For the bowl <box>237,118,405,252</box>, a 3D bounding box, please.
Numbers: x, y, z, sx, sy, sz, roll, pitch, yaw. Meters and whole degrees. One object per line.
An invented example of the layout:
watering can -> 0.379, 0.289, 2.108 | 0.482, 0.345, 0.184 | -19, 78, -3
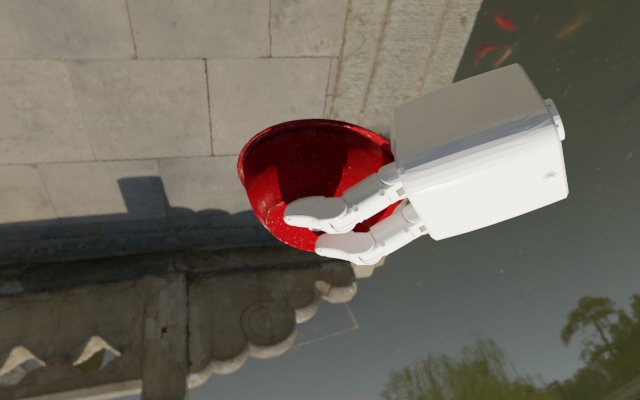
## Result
bowl -> -0.001, 0.002, 0.433 | 0.162, 0.055, 0.162 | 5, -34, 3
